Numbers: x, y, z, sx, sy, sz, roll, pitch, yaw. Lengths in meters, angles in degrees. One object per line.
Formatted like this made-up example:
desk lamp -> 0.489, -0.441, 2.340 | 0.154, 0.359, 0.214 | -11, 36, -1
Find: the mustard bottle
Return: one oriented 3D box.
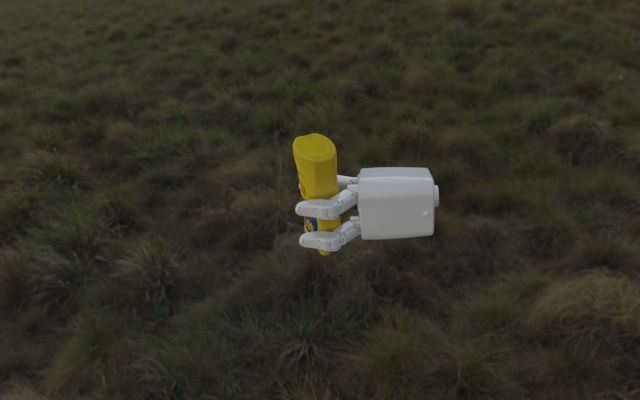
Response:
mustard bottle -> 0.000, 0.002, 0.722 | 0.058, 0.192, 0.096 | -15, 32, -13
